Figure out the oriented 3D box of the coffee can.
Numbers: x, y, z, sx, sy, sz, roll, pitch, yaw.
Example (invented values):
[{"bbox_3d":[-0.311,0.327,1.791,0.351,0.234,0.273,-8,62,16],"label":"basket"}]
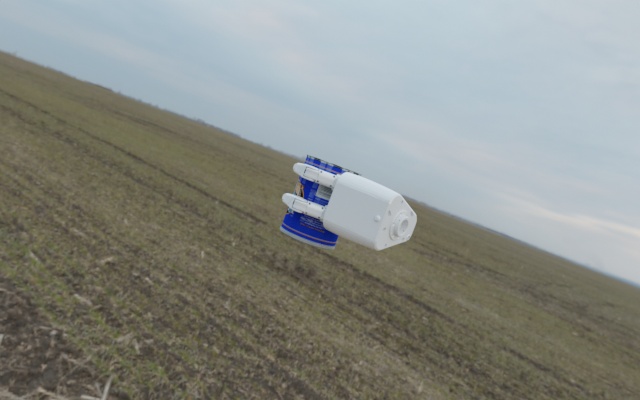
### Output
[{"bbox_3d":[0.000,0.003,0.837,0.103,0.140,0.103,20,4,-2],"label":"coffee can"}]
